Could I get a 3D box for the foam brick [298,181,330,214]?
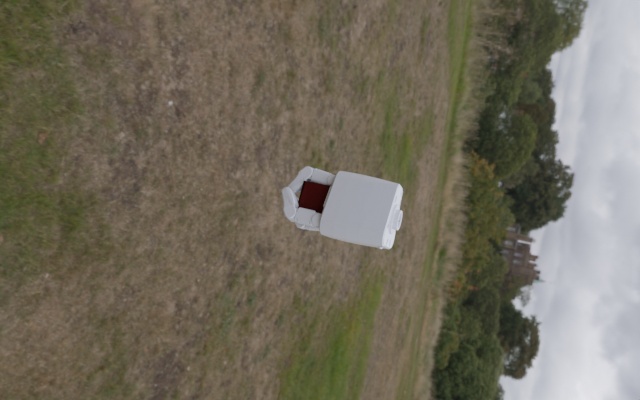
[{"bbox_3d":[0.000,0.003,0.821,0.051,0.053,0.078,12,-6,19],"label":"foam brick"}]
